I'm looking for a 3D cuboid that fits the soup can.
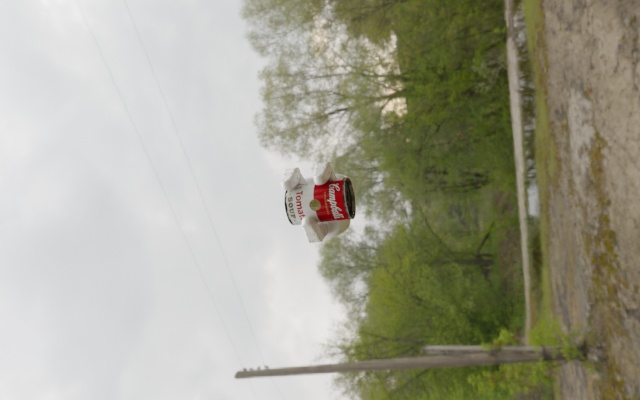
[{"bbox_3d":[0.000,0.003,0.778,0.102,0.068,0.068,-8,-2,16],"label":"soup can"}]
